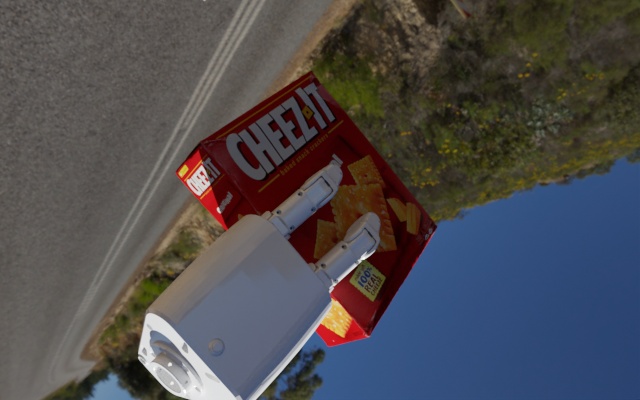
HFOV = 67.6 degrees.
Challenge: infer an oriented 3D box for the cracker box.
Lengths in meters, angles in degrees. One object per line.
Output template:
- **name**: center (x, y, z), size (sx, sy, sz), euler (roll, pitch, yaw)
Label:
- **cracker box**: center (0.000, 0.002, 0.458), size (0.072, 0.214, 0.164), euler (-33, 9, 48)
